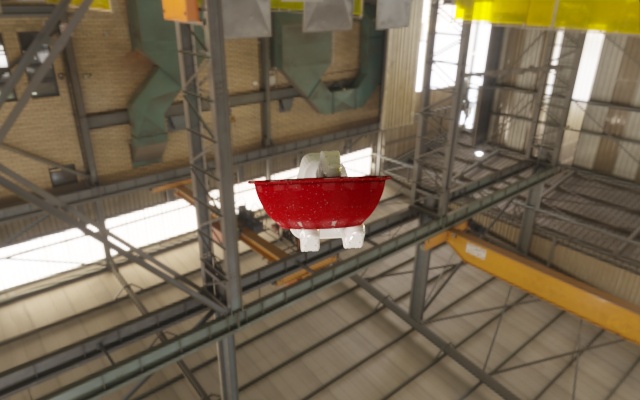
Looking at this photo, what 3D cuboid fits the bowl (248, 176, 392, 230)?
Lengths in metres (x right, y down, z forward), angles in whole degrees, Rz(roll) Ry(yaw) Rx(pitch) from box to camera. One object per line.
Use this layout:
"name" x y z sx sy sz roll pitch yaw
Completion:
"bowl" 0.000 0.002 0.539 0.162 0.055 0.162 -2 1 0
